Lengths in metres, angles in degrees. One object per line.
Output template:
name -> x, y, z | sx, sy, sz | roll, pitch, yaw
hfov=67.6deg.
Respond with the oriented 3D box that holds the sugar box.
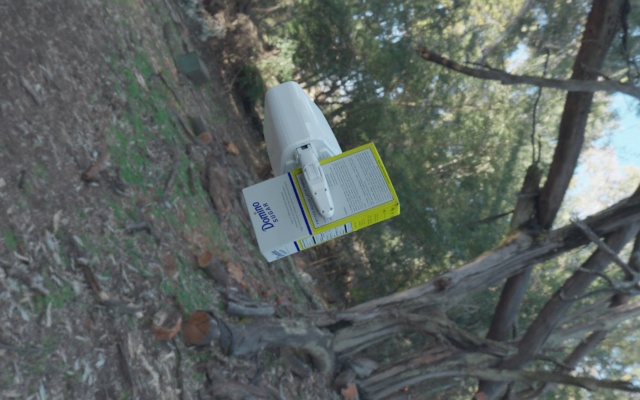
sugar box -> 0.000, 0.002, 0.593 | 0.176, 0.093, 0.048 | -20, -26, 0
